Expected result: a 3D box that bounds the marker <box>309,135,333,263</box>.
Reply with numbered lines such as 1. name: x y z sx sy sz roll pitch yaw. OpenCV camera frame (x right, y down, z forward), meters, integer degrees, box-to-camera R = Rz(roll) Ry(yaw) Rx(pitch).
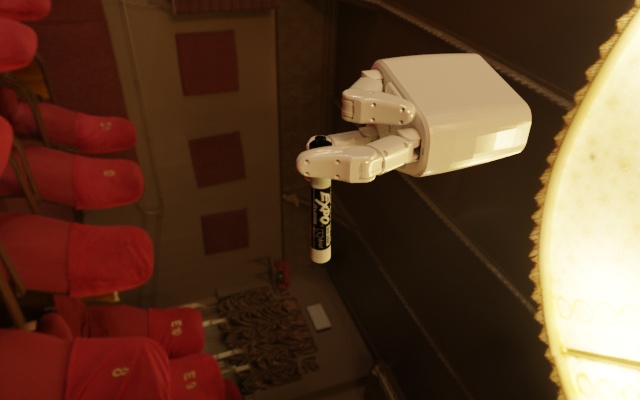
1. marker: 0.000 0.001 0.405 0.020 0.121 0.020 0 33 0
